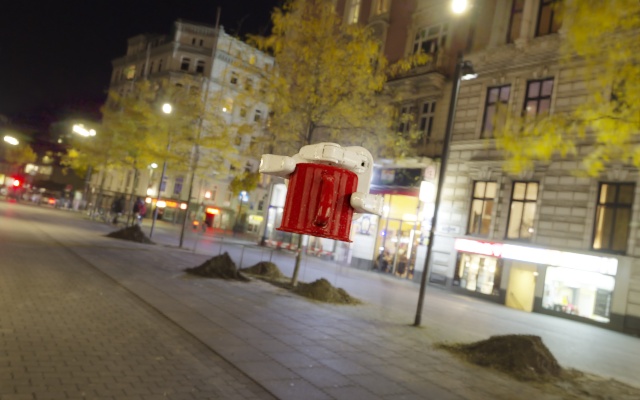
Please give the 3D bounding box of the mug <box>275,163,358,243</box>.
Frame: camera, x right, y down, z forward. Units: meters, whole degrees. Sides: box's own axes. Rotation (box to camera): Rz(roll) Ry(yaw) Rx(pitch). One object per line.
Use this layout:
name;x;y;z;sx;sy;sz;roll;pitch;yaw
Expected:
mug;0.000;0.001;0.552;0.093;0.081;0.117;10;-4;-2
